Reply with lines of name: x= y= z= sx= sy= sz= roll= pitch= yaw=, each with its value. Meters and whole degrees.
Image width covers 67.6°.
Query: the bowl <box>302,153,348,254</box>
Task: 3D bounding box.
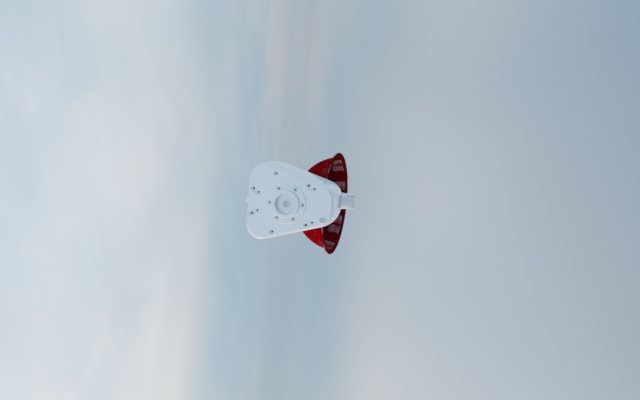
bowl: x=0.000 y=0.003 z=0.764 sx=0.055 sy=0.162 sz=0.162 roll=6 pitch=1 yaw=15
